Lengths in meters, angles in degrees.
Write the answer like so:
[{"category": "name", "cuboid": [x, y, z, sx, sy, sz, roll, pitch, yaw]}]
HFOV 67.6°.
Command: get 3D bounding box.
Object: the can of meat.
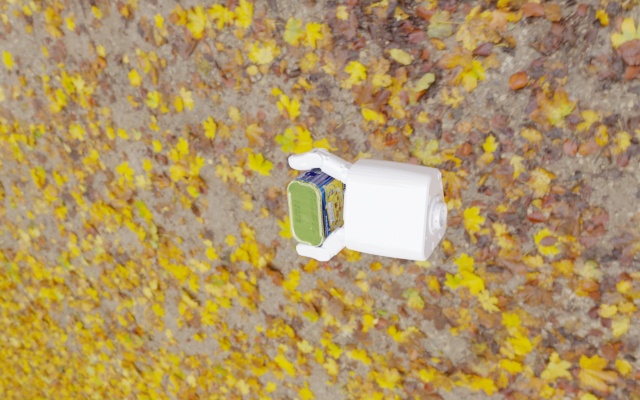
[{"category": "can of meat", "cuboid": [0.000, 0.002, 0.663, 0.057, 0.102, 0.084, 12, 31, 28]}]
